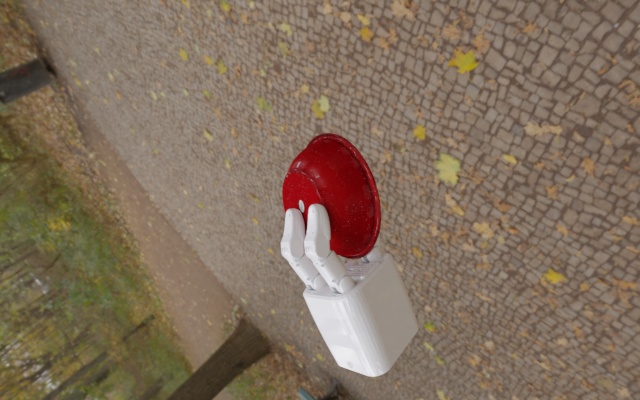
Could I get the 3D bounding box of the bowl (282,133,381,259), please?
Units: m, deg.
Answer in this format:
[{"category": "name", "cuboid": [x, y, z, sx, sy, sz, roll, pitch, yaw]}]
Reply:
[{"category": "bowl", "cuboid": [-0.001, 0.001, 0.581, 0.055, 0.162, 0.162, -17, 9, -32]}]
